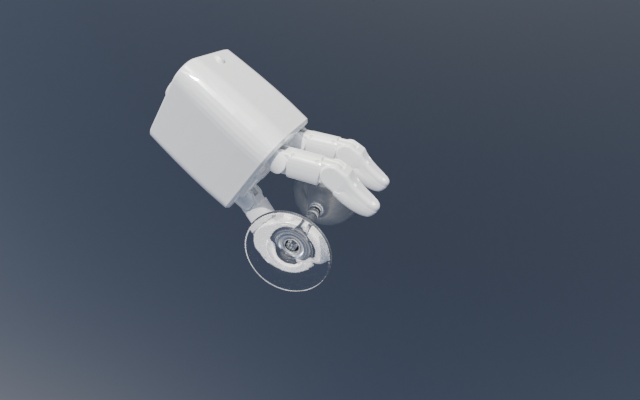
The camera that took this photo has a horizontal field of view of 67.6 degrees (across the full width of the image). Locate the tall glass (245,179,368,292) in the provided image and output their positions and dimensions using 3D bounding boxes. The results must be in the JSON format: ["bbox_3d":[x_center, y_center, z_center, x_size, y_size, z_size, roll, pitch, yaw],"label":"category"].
[{"bbox_3d":[0.000,0.002,0.470,0.079,0.079,0.201,0,24,18],"label":"tall glass"}]
